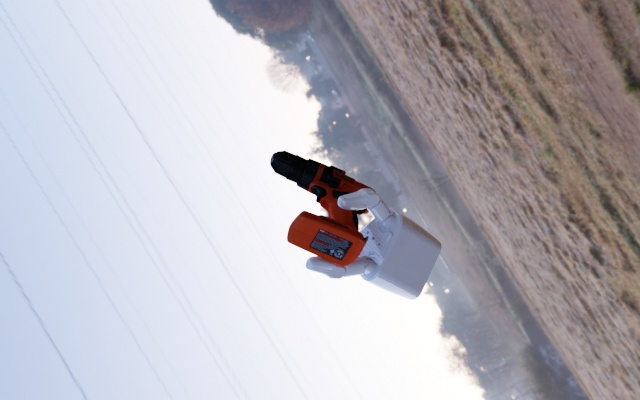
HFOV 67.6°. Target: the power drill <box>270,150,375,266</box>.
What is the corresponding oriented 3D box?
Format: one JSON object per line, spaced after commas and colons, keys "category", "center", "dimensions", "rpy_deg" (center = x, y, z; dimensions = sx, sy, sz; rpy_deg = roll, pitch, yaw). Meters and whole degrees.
{"category": "power drill", "center": [0.000, 0.003, 0.714], "dimensions": [0.184, 0.057, 0.187], "rpy_deg": [22, 31, -8]}
